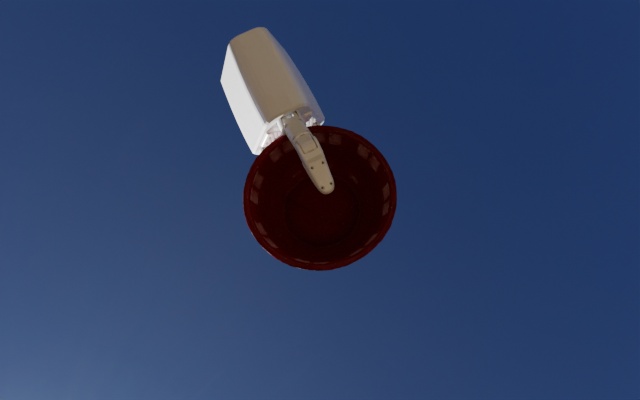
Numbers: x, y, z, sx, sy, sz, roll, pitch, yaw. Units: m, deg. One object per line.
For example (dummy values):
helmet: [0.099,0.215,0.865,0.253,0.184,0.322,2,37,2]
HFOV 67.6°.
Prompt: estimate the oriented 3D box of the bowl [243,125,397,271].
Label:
bowl: [0.000,0.003,0.522,0.162,0.162,0.055,0,-20,3]
